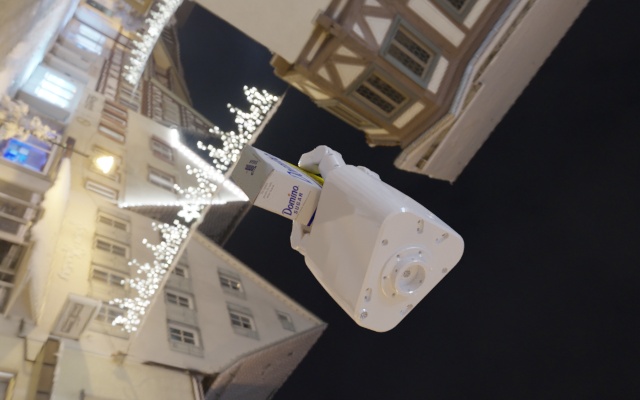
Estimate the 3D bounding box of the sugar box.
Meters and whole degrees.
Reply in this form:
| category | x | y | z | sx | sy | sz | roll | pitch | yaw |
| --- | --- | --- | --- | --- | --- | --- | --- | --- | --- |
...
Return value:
| category | x | y | z | sx | sy | sz | roll | pitch | yaw |
| --- | --- | --- | --- | --- | --- | --- | --- | --- | --- |
| sugar box | 0.000 | 0.001 | 0.508 | 0.176 | 0.048 | 0.093 | 26 | 8 | -30 |
